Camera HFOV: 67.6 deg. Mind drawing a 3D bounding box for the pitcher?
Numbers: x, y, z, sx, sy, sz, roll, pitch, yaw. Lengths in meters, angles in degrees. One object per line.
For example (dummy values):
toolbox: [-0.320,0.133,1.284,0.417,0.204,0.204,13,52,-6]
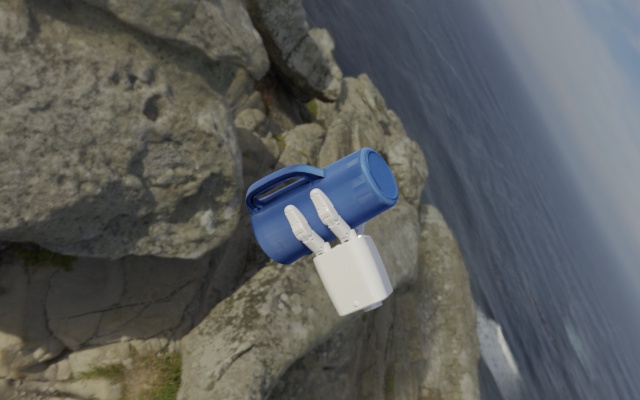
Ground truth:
pitcher: [0.000,0.003,0.822,0.243,0.145,0.149,-29,-11,28]
